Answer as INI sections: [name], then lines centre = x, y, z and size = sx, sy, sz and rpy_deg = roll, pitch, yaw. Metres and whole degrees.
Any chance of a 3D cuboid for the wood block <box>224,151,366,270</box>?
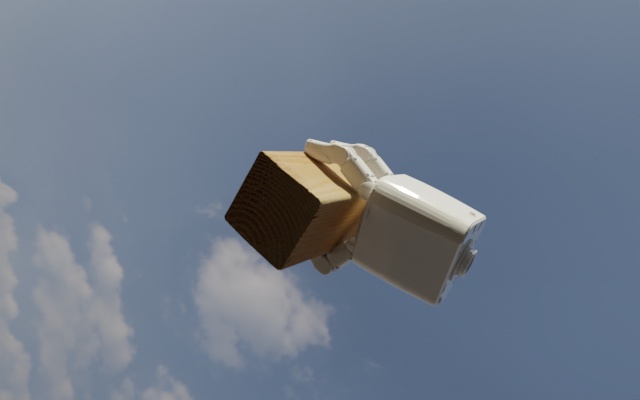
[wood block]
centre = 0.000, 0.002, 0.563
size = 0.090, 0.091, 0.206
rpy_deg = 40, 22, 21
